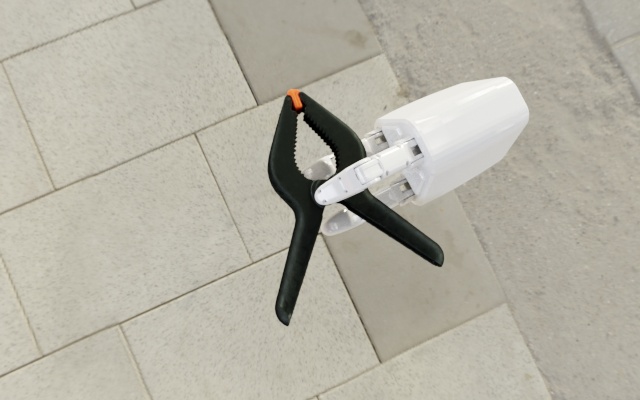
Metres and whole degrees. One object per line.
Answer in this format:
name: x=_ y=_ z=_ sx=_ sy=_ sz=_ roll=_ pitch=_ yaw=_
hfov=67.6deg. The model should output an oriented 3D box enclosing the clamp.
clamp: x=0.000 y=0.001 z=0.443 sx=0.164 sy=0.210 sz=0.036 roll=-26 pitch=-3 yaw=-9
